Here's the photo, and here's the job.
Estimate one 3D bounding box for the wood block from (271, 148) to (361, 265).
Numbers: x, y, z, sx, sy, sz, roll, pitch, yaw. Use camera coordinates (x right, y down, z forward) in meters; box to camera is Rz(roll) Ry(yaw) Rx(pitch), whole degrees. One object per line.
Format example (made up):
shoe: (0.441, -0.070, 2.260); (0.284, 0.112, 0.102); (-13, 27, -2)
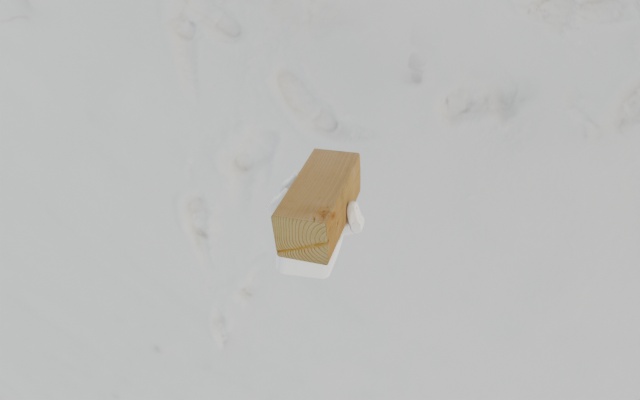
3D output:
wood block: (0.000, 0.003, 0.821); (0.091, 0.090, 0.206); (8, 39, 16)
